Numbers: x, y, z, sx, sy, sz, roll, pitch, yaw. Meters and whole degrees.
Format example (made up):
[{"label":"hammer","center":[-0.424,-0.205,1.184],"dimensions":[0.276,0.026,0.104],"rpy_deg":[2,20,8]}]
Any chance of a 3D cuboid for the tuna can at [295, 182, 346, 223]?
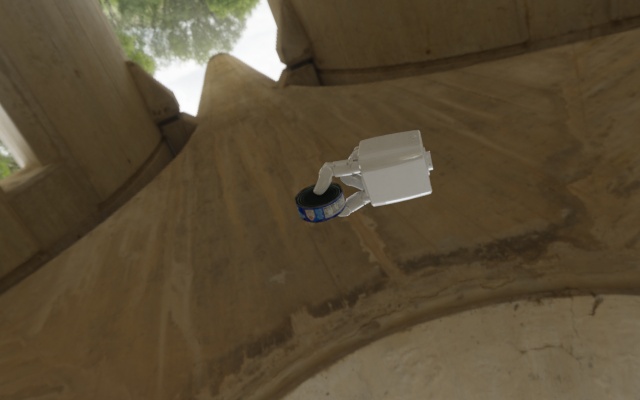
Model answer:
[{"label":"tuna can","center":[0.000,0.003,0.839],"dimensions":[0.086,0.034,0.086],"rpy_deg":[-12,28,7]}]
